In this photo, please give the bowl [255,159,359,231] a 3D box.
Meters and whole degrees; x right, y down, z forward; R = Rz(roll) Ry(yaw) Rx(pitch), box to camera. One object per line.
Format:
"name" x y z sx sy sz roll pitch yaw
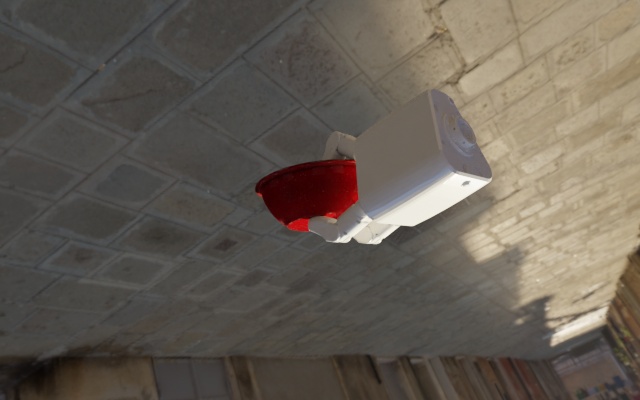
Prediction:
"bowl" 0.000 0.003 0.605 0.162 0.055 0.162 -7 -15 -2
